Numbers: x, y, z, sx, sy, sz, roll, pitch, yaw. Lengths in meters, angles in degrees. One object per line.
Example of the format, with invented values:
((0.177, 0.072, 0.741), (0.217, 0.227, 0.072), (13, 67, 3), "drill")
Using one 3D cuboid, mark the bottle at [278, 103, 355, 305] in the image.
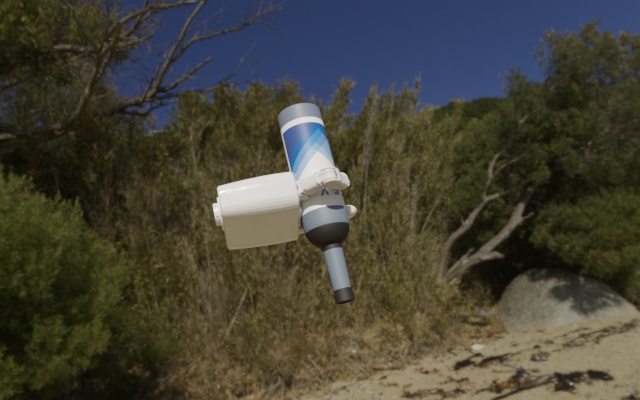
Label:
((0.000, 0.002, 0.692), (0.069, 0.295, 0.069), (-13, -19, -4), "bottle")
